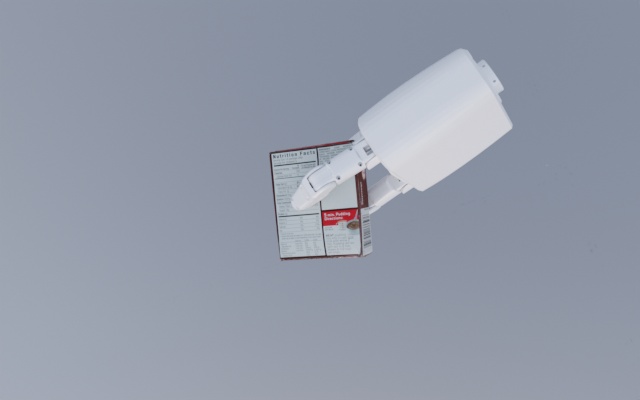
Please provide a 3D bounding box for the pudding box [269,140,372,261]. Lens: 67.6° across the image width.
[{"bbox_3d":[0.000,0.002,0.476,0.090,0.113,0.039,-5,-1,20],"label":"pudding box"}]
